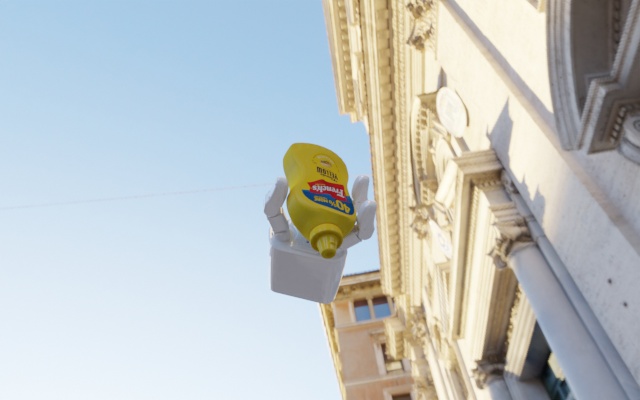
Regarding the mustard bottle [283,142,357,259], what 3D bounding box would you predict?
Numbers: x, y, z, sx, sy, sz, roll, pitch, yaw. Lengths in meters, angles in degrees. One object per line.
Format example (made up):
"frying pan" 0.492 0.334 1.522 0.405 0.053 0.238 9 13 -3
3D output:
"mustard bottle" 0.000 0.002 0.641 0.096 0.058 0.191 21 36 -24
